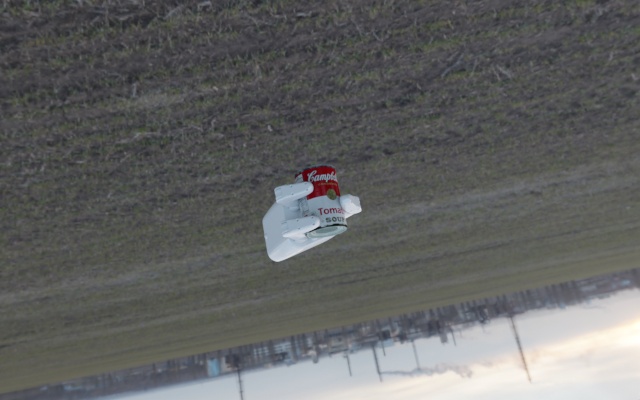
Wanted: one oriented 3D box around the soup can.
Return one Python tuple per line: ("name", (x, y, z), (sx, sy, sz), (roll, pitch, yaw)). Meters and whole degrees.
("soup can", (0.000, 0.003, 0.759), (0.068, 0.102, 0.068), (-10, -17, -3))
